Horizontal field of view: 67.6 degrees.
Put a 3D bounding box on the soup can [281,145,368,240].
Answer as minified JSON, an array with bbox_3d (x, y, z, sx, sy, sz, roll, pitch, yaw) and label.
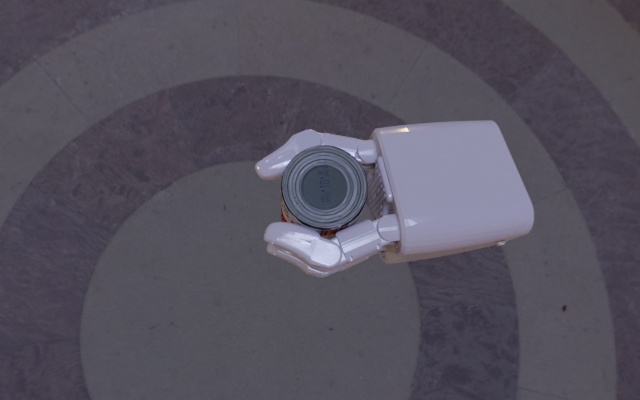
[{"bbox_3d":[0.000,0.001,0.405,0.068,0.068,0.102,0,-14,-4],"label":"soup can"}]
